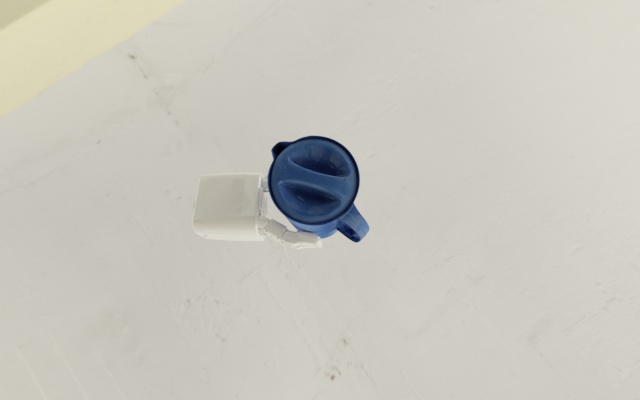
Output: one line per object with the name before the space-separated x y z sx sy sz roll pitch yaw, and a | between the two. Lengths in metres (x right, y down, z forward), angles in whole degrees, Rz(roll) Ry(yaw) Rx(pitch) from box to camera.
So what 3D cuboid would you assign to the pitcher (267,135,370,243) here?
pitcher | 0.000 0.003 0.791 0.145 0.149 0.243 -2 -13 1
